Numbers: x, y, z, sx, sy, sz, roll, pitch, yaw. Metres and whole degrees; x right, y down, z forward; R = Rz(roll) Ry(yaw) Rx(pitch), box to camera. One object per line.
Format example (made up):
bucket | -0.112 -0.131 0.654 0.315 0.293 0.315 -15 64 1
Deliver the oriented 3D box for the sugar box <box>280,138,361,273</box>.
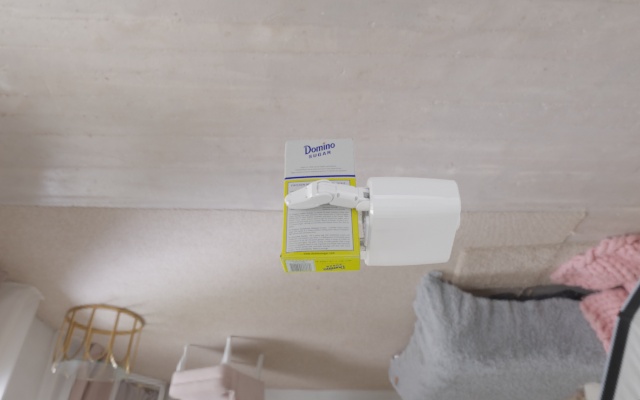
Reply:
sugar box | 0.000 0.002 0.602 0.093 0.176 0.048 -1 -36 2
